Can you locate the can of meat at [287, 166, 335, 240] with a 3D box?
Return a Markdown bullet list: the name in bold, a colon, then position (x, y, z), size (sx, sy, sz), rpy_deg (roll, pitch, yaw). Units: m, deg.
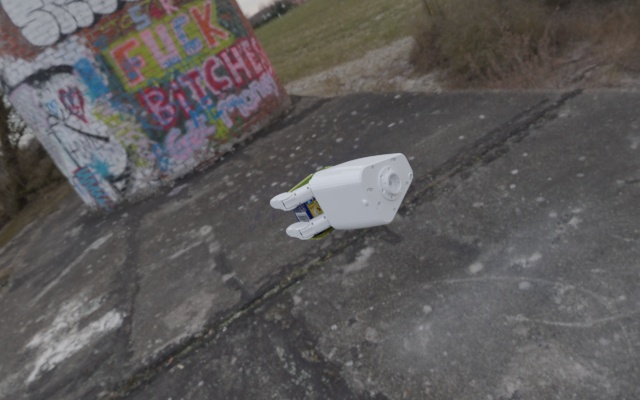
- **can of meat**: position (0.000, 0.002, 0.797), size (0.102, 0.084, 0.057), rpy_deg (-40, 21, -31)
